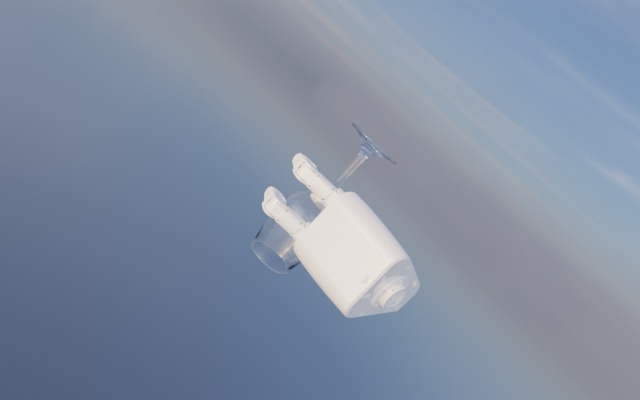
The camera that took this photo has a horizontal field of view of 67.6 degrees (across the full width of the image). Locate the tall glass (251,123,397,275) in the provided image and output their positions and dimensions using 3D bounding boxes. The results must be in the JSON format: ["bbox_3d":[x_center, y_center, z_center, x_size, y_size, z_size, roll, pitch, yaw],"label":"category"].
[{"bbox_3d":[0.001,0.001,0.601,0.079,0.201,0.079,41,10,-9],"label":"tall glass"}]
